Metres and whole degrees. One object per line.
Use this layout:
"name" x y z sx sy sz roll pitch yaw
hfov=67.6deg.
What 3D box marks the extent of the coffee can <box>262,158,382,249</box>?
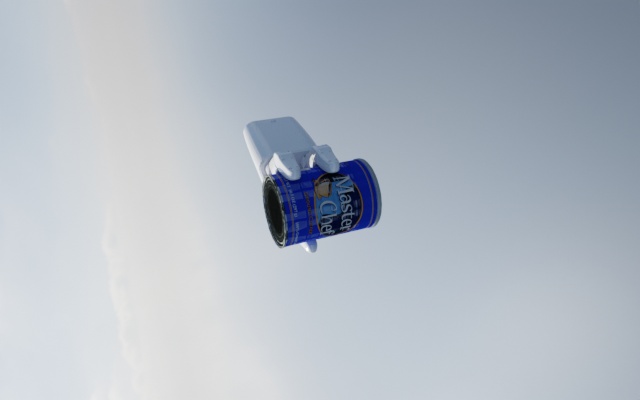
"coffee can" 0.000 0.002 0.669 0.140 0.103 0.103 -11 4 -20
